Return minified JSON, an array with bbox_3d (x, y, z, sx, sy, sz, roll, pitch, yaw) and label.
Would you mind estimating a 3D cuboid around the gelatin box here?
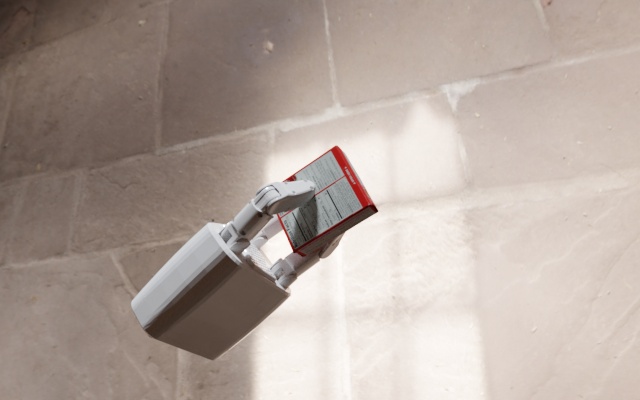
[{"bbox_3d":[0.000,0.001,0.465,0.089,0.073,0.030,-33,-26,12],"label":"gelatin box"}]
